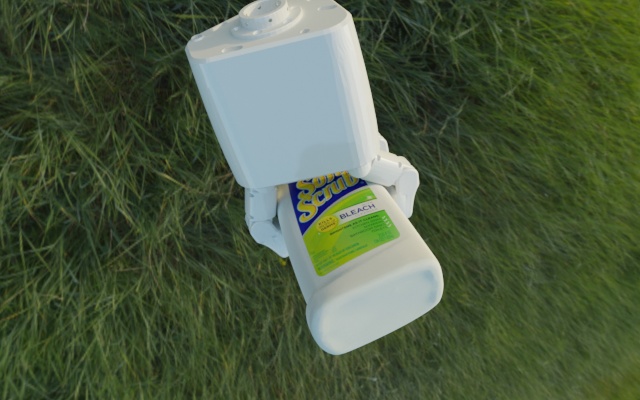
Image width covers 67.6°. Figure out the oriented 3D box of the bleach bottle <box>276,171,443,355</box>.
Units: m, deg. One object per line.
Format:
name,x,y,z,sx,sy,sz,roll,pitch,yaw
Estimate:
bleach bottle,0.000,0.001,0.414,0.102,0.068,0.250,-24,42,-6
